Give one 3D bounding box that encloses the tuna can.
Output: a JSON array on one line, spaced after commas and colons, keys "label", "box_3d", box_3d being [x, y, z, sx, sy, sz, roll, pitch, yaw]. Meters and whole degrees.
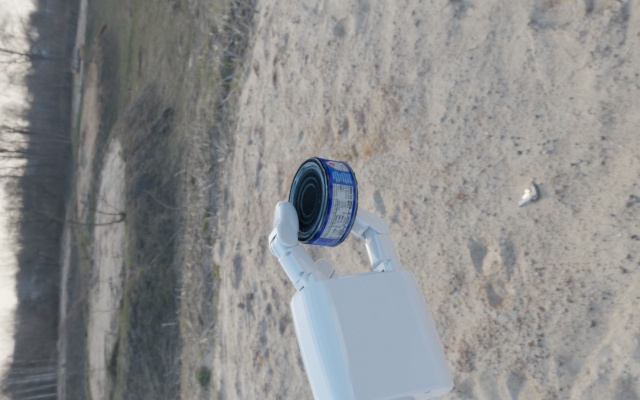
[{"label": "tuna can", "box_3d": [0.000, 0.001, 0.464, 0.034, 0.086, 0.086, 8, -4, -28]}]
